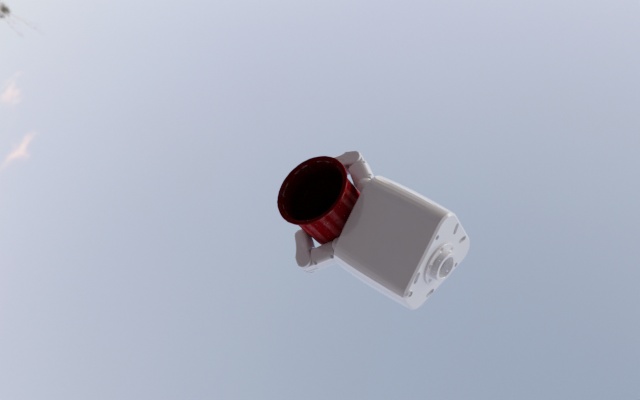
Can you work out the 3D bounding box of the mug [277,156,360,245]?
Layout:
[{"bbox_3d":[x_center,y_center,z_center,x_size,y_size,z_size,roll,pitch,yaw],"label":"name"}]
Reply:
[{"bbox_3d":[-0.001,0.002,0.589,0.117,0.093,0.081,30,-11,42],"label":"mug"}]
